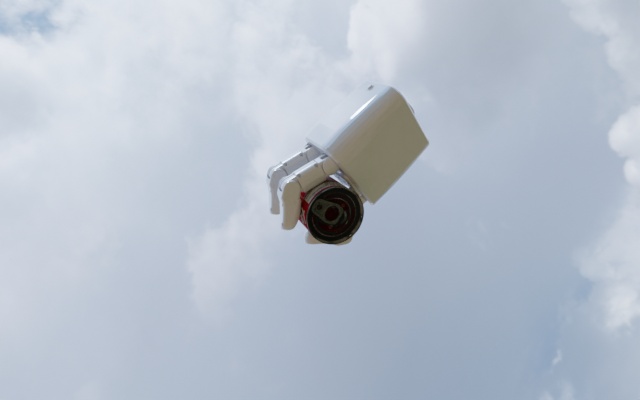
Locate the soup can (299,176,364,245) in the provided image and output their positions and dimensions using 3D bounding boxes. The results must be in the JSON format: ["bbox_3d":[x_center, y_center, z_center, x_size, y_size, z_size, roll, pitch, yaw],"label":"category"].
[{"bbox_3d":[0.000,0.002,0.570,0.068,0.068,0.102,0,18,-21],"label":"soup can"}]
